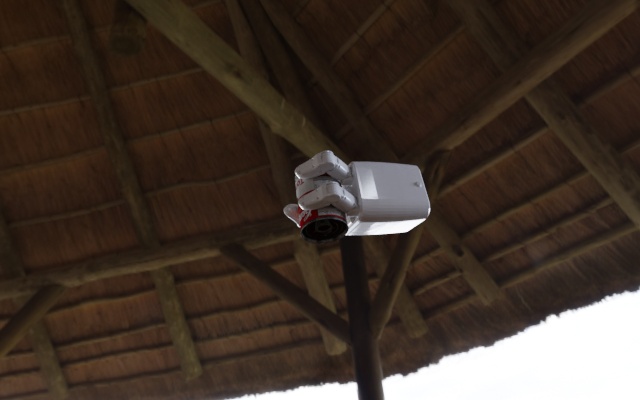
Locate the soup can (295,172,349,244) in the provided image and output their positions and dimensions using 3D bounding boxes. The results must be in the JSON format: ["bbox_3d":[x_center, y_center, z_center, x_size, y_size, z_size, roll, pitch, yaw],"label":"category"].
[{"bbox_3d":[0.000,0.002,0.695,0.068,0.102,0.069,-6,-34,-4],"label":"soup can"}]
